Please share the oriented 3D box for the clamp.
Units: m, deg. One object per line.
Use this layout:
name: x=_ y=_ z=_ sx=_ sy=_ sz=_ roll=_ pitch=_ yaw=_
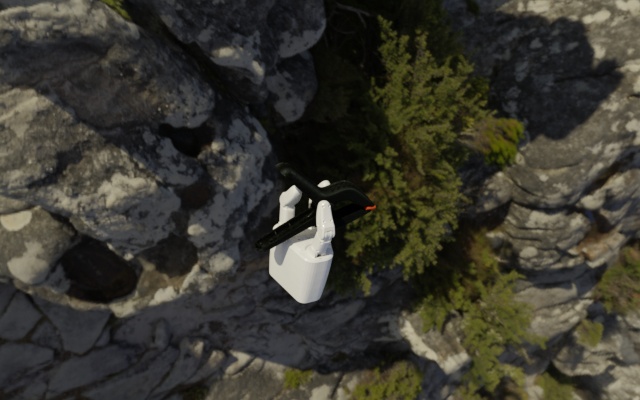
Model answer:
clamp: x=0.001 y=0.003 z=0.768 sx=0.210 sy=0.165 sz=0.036 roll=-9 pitch=42 yaw=-27
